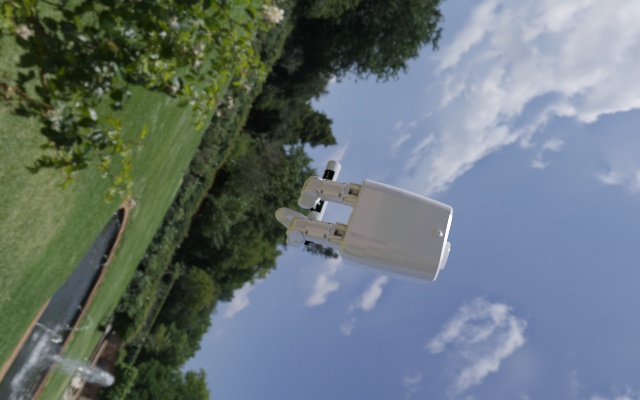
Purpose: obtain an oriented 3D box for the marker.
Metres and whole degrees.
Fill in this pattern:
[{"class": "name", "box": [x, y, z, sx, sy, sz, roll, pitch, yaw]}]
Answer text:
[{"class": "marker", "box": [0.000, 0.002, 0.610, 0.020, 0.121, 0.020, 16, -27, 9]}]
